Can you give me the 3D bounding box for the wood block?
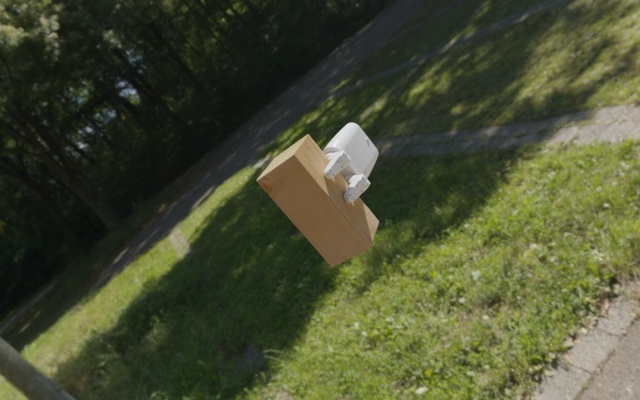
[{"bbox_3d":[0.000,0.003,0.834,0.091,0.206,0.090,-31,17,31],"label":"wood block"}]
